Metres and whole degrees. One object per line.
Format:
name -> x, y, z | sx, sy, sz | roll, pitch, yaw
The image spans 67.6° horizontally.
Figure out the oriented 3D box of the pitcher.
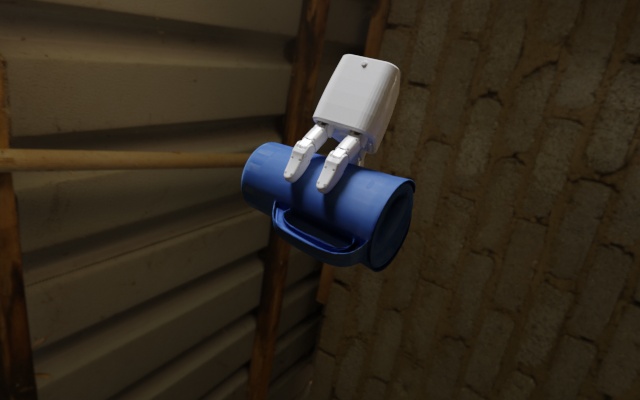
pitcher -> 0.000, 0.002, 0.687 | 0.243, 0.145, 0.149 | 21, -4, 28
